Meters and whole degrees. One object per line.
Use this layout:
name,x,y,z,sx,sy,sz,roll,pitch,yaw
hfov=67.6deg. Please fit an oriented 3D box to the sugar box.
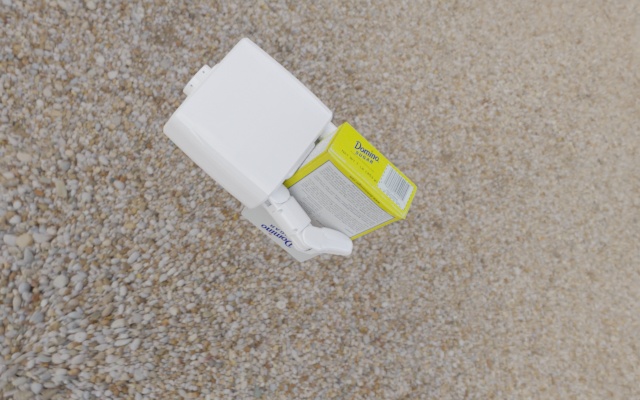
sugar box,0.000,0.001,0.474,0.093,0.048,0.176,41,-34,-15
